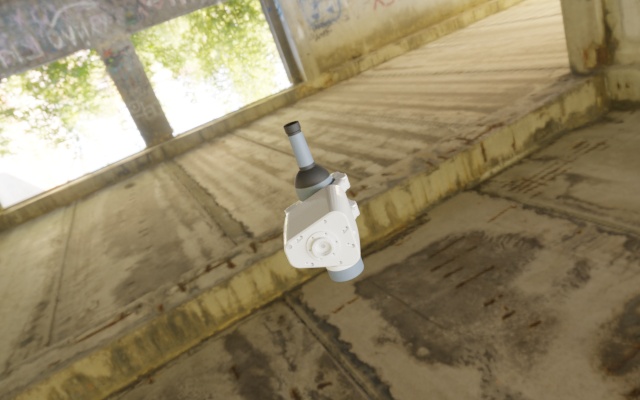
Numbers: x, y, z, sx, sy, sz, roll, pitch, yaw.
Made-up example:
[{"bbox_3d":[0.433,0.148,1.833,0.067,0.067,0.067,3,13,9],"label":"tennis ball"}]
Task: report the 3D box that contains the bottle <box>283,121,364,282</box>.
[{"bbox_3d":[0.000,0.003,0.835,0.069,0.296,0.069,-18,21,7],"label":"bottle"}]
